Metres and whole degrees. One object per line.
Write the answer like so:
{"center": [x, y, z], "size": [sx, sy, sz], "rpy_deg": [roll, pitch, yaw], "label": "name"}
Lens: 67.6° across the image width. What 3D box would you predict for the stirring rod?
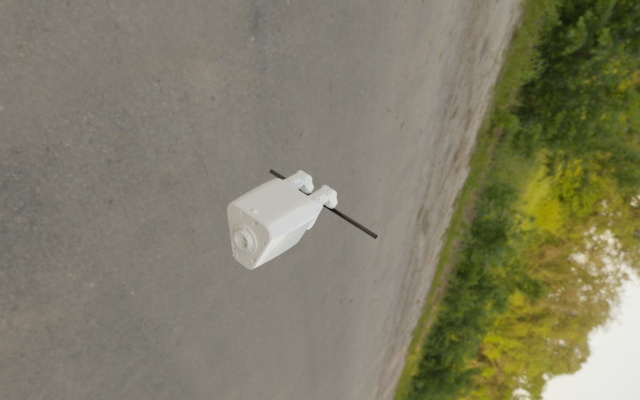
{"center": [0.000, 0.003, 0.845], "size": [0.239, 0.011, 0.011], "rpy_deg": [32, 14, 24], "label": "stirring rod"}
